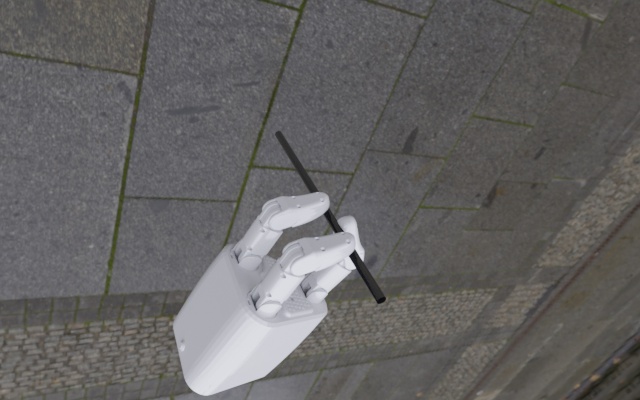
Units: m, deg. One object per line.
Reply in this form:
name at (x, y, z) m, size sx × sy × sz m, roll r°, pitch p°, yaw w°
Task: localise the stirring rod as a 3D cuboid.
stirring rod at (0.000, 0.001, 0.446) m, size 0.011 × 0.011 × 0.239 m, roll 0°, pitch 39°, yaw -30°
